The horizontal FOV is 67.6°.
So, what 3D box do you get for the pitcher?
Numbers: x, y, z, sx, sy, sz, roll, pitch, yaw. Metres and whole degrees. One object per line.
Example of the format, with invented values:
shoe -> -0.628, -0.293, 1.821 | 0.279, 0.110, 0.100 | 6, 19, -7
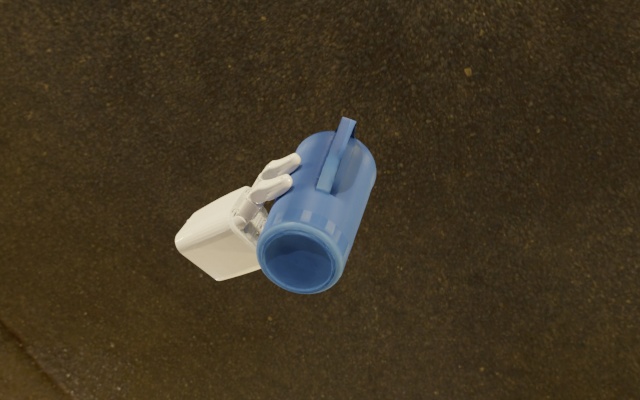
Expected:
pitcher -> 0.000, 0.002, 0.653 | 0.145, 0.149, 0.242 | -20, 25, 24
